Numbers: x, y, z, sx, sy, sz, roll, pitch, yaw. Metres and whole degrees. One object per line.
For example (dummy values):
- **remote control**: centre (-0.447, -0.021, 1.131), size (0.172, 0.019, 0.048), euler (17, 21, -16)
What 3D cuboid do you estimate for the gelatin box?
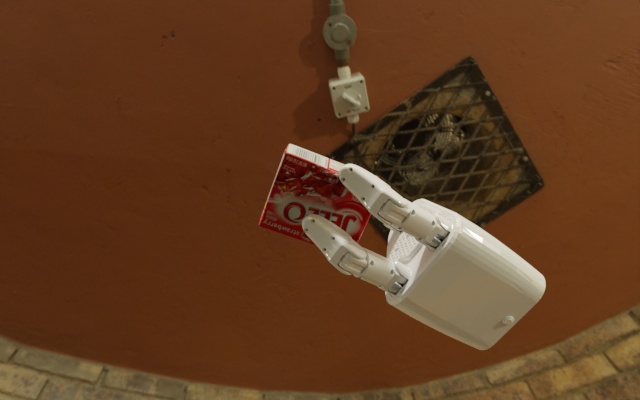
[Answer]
- **gelatin box**: centre (0.000, 0.001, 0.418), size (0.089, 0.073, 0.030), euler (20, 23, -6)
